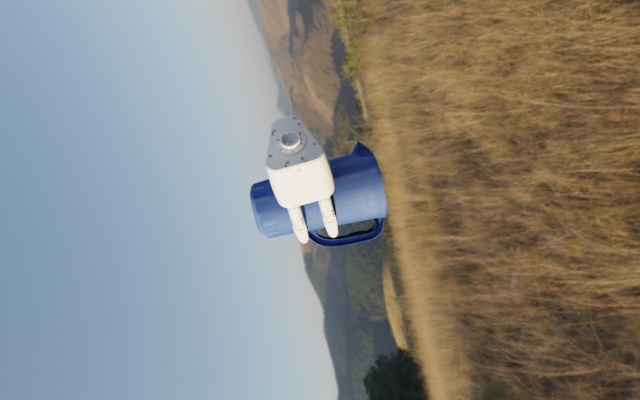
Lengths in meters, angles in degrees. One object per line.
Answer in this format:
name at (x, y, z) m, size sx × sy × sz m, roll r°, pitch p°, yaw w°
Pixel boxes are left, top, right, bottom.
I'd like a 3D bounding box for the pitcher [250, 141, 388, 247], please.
pitcher at (0.000, 0.003, 0.899) m, size 0.243 × 0.149 × 0.145 m, roll -14°, pitch -30°, yaw 1°
